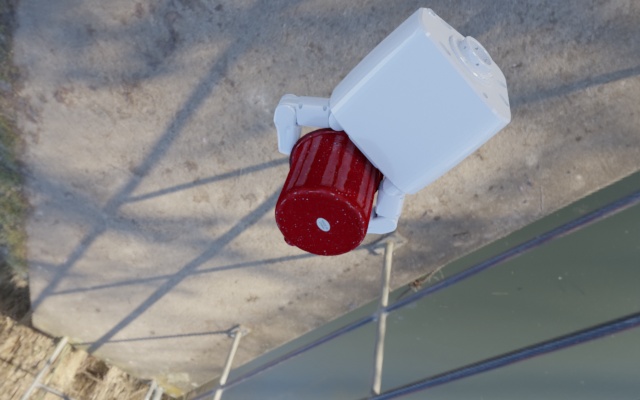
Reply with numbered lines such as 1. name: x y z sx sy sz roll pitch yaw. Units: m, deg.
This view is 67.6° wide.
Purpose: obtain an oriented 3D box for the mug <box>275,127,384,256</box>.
1. mug: -0.001 0.002 0.439 0.093 0.081 0.117 35 -50 -16
